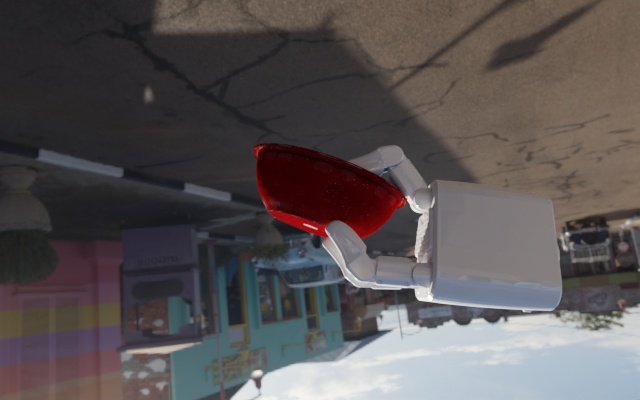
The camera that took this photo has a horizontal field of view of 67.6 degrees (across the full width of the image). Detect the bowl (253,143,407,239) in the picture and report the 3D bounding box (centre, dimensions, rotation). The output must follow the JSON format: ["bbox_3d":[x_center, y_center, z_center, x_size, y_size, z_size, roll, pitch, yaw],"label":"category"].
[{"bbox_3d":[-0.001,0.002,0.473,0.162,0.055,0.162,19,-10,3],"label":"bowl"}]
